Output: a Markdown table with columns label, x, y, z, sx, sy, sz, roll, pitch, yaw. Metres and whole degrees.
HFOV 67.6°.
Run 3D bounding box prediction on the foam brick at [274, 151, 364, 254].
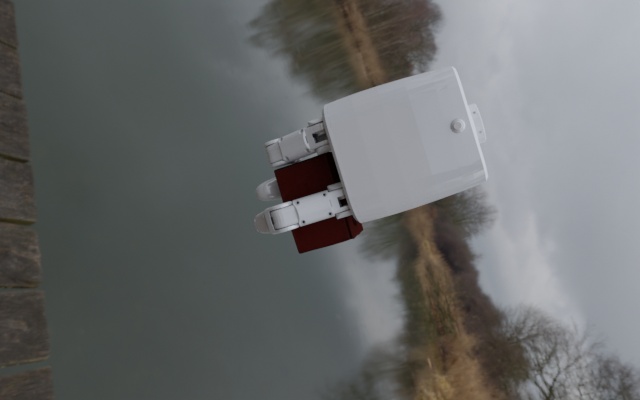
| label | x | y | z | sx | sy | sz | roll | pitch | yaw |
| --- | --- | --- | --- | --- | --- | --- | --- | --- | --- |
| foam brick | 0.000 | 0.002 | 0.424 | 0.051 | 0.078 | 0.053 | -17 | 1 | 15 |
